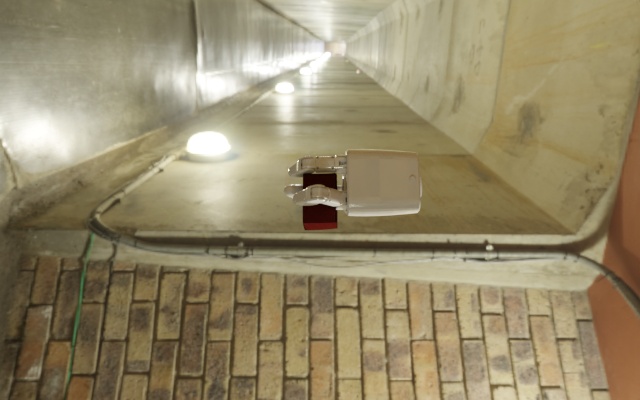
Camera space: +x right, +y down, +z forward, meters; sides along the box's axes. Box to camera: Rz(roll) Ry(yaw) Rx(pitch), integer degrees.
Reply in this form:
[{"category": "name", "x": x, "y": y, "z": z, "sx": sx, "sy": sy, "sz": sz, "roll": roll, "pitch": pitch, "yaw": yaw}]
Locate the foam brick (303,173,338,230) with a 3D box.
[{"category": "foam brick", "x": 0.000, "y": 0.003, "z": 0.720, "sx": 0.051, "sy": 0.078, "sz": 0.053, "roll": 0, "pitch": -14, "yaw": 2}]
